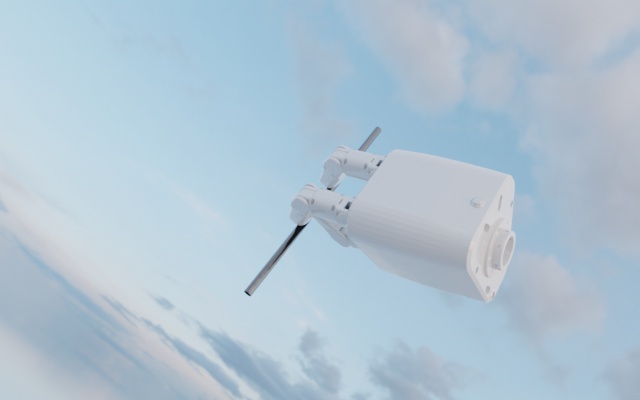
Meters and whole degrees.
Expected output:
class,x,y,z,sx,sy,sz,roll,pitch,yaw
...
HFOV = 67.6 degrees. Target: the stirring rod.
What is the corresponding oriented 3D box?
class,x,y,z,sx,sy,sz,roll,pitch,yaw
stirring rod,0.000,0.002,0.489,0.011,0.011,0.239,0,43,49
